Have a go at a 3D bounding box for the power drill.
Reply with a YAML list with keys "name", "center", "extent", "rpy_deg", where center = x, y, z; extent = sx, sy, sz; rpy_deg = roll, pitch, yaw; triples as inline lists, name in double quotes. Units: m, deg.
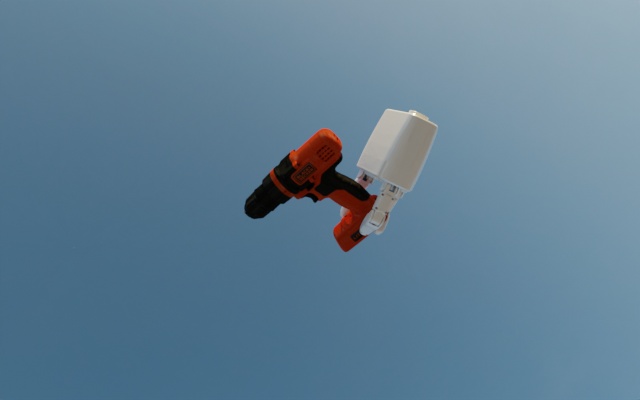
- name: "power drill"
  center: [0.001, 0.002, 0.747]
  extent: [0.188, 0.184, 0.057]
  rpy_deg: [39, 20, -31]
